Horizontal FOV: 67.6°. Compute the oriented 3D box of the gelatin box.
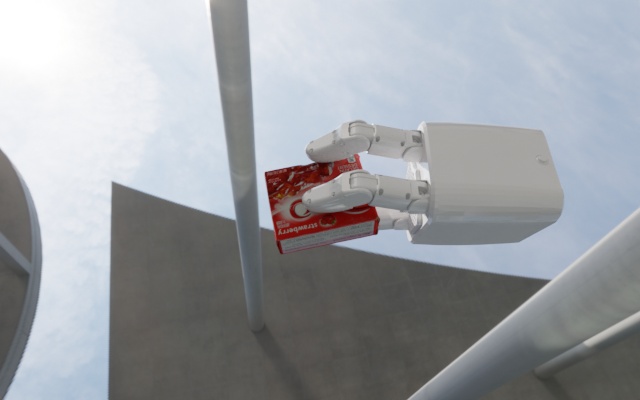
[{"bbox_3d":[0.000,0.002,0.419,0.089,0.073,0.030,-12,-33,-4],"label":"gelatin box"}]
